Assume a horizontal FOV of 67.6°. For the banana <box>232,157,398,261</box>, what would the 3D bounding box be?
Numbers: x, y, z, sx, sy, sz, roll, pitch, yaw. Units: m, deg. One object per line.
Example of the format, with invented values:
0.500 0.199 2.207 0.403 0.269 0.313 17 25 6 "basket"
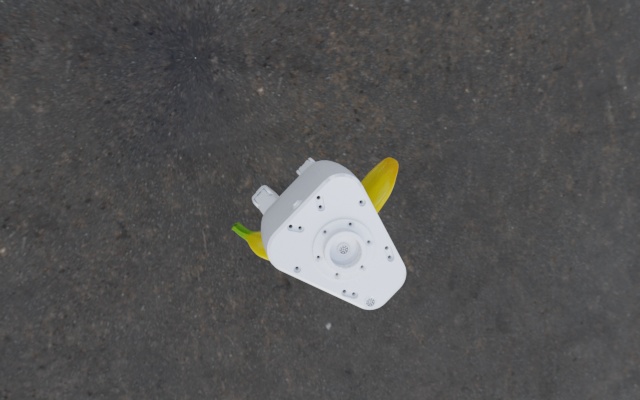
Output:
0.004 0.020 0.520 0.198 0.069 0.037 -23 0 0 "banana"
